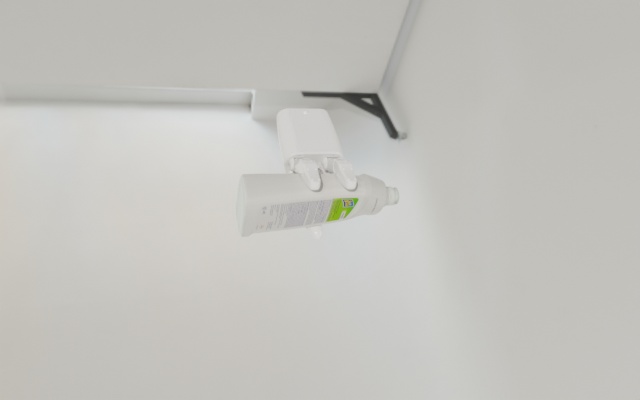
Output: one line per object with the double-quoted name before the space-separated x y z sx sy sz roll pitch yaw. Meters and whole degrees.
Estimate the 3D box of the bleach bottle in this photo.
"bleach bottle" 0.000 0.002 0.742 0.251 0.068 0.103 -2 -36 -18
